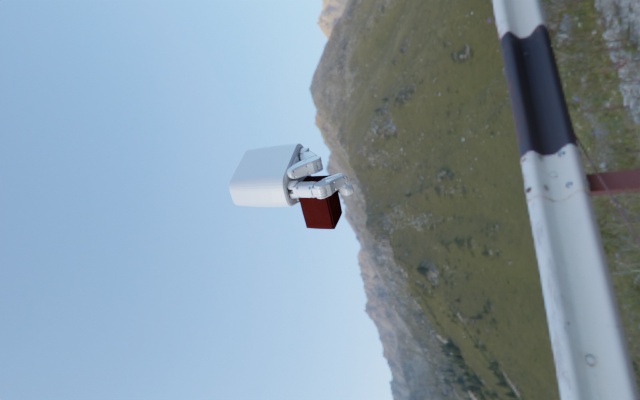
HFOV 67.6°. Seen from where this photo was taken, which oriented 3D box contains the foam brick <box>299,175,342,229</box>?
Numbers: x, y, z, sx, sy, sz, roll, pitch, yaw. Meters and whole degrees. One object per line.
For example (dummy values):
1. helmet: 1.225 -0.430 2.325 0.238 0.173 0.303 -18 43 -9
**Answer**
1. foam brick: 0.000 0.003 0.803 0.051 0.078 0.053 -2 28 21
